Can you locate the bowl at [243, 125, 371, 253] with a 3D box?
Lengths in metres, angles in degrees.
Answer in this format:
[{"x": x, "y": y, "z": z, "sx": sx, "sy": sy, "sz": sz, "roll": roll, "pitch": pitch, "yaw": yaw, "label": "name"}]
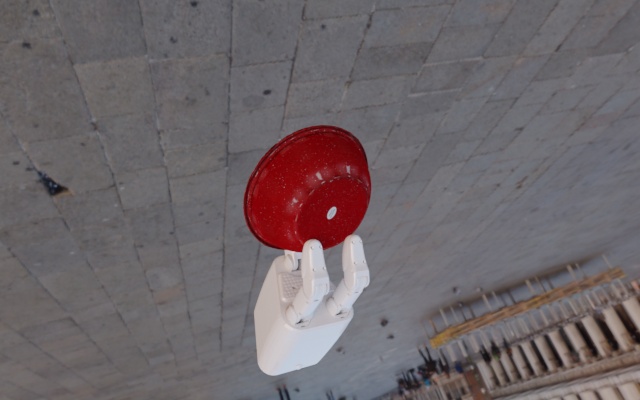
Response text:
[{"x": 0.000, "y": 0.001, "z": 0.525, "sx": 0.162, "sy": 0.162, "sz": 0.055, "roll": 0, "pitch": 29, "yaw": -35, "label": "bowl"}]
